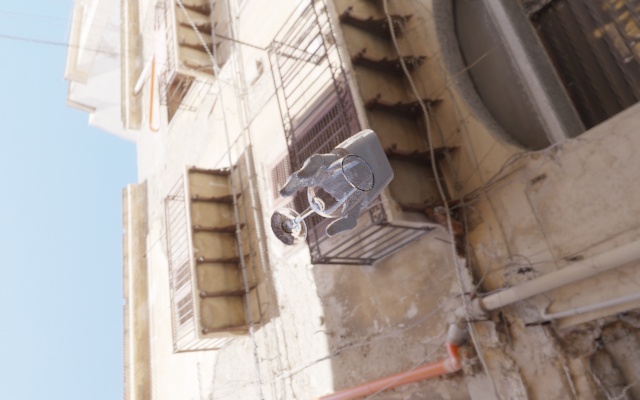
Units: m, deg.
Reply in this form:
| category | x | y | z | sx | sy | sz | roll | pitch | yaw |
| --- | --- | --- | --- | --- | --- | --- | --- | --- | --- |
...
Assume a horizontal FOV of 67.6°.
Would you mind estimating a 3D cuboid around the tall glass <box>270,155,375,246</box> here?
| category | x | y | z | sx | sy | sz | roll | pitch | yaw |
| --- | --- | --- | --- | --- | --- | --- | --- | --- | --- |
| tall glass | 0.000 | 0.003 | 0.770 | 0.079 | 0.079 | 0.201 | 0 | -26 | -39 |
